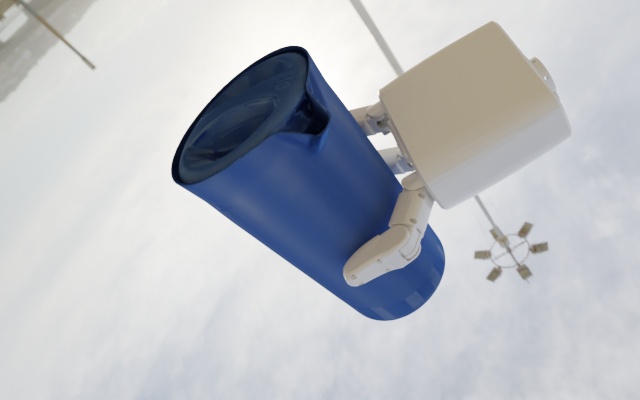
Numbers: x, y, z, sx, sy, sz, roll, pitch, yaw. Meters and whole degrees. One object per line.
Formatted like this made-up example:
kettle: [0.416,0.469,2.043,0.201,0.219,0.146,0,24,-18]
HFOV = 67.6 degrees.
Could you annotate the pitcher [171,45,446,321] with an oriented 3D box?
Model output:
pitcher: [0.000,0.001,0.414,0.145,0.149,0.243,-33,-54,17]
